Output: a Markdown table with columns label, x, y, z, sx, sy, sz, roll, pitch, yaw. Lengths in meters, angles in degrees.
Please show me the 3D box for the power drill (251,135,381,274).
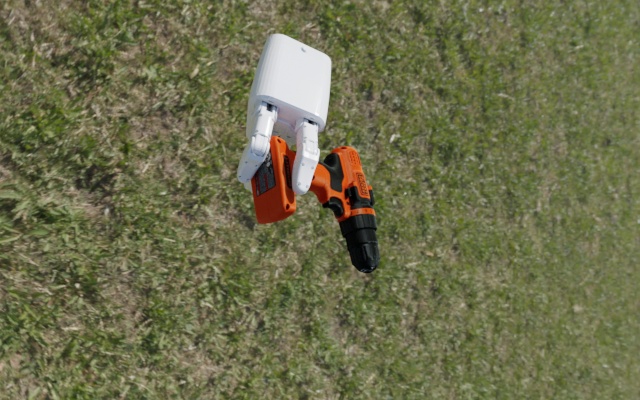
| label | x | y | z | sx | sy | sz | roll | pitch | yaw |
| --- | --- | --- | --- | --- | --- | --- | --- | --- | --- |
| power drill | 0.000 | 0.002 | 0.618 | 0.057 | 0.184 | 0.188 | -29 | -27 | 35 |
